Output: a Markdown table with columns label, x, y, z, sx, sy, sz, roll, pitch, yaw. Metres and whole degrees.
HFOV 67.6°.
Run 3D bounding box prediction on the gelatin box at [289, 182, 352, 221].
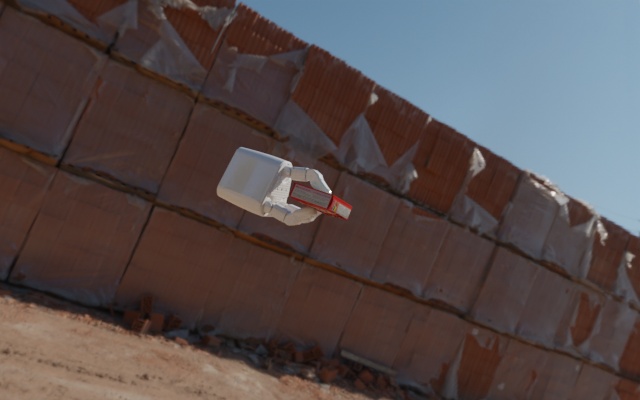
| label | x | y | z | sx | sy | sz | roll | pitch | yaw |
| --- | --- | --- | --- | --- | --- | --- | --- | --- | --- |
| gelatin box | 0.001 | 0.002 | 0.838 | 0.089 | 0.030 | 0.073 | 18 | -7 | 34 |
